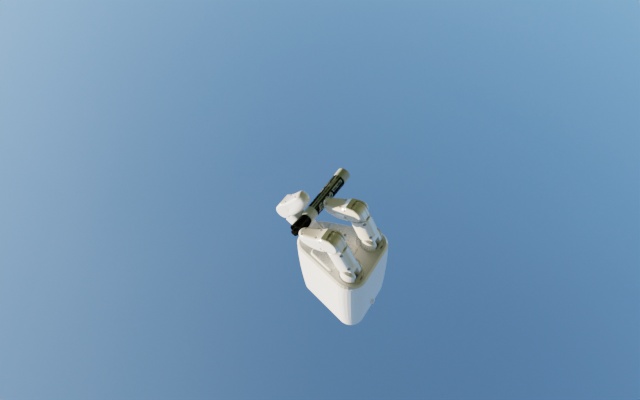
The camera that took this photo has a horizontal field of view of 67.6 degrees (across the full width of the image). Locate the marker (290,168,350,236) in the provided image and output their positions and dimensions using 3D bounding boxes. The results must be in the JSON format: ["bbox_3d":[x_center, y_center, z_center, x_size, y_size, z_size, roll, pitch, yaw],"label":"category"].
[{"bbox_3d":[0.000,0.002,0.621,0.020,0.020,0.121,0,41,46],"label":"marker"}]
